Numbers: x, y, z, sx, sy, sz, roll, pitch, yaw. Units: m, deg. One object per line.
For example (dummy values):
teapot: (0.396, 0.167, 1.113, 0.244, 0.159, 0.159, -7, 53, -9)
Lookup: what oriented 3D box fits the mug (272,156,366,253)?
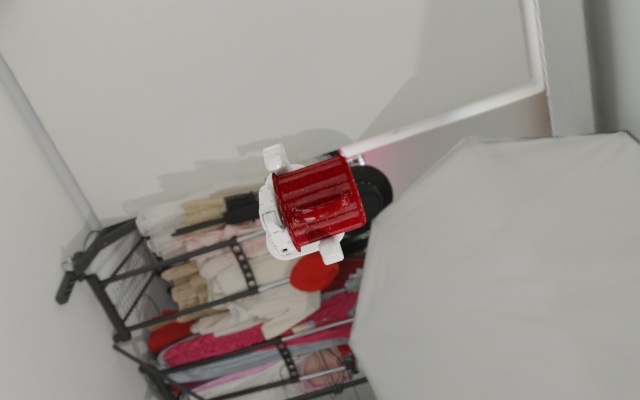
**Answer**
mug: (0.000, 0.002, 0.510, 0.081, 0.093, 0.117, -18, 5, 1)
